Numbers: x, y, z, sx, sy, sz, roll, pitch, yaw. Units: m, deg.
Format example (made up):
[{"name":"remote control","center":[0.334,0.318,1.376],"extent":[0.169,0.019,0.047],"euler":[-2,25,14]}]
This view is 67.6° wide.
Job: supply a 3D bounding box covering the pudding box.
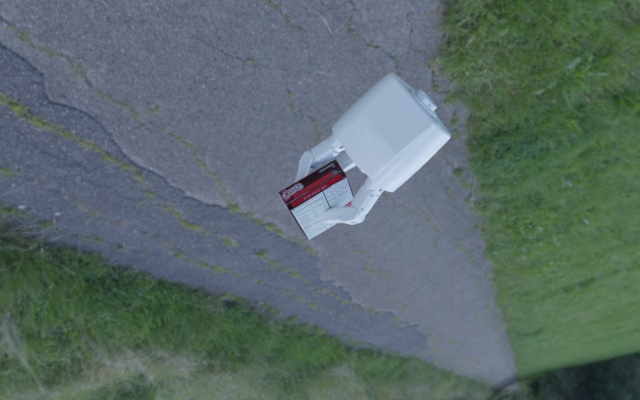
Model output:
[{"name":"pudding box","center":[0.000,0.002,0.669],"extent":[0.090,0.039,0.113],"euler":[-30,-30,-3]}]
